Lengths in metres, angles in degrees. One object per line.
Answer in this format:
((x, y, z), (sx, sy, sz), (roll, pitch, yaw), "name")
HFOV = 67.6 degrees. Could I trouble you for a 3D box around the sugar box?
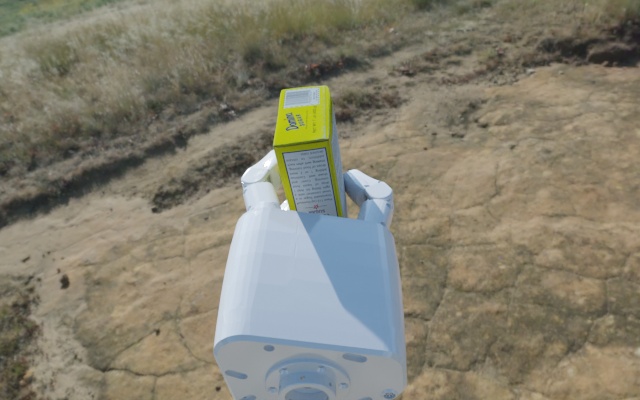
((-0.001, 0.001, 0.410), (0.048, 0.176, 0.093), (-5, 37, 5), "sugar box")
